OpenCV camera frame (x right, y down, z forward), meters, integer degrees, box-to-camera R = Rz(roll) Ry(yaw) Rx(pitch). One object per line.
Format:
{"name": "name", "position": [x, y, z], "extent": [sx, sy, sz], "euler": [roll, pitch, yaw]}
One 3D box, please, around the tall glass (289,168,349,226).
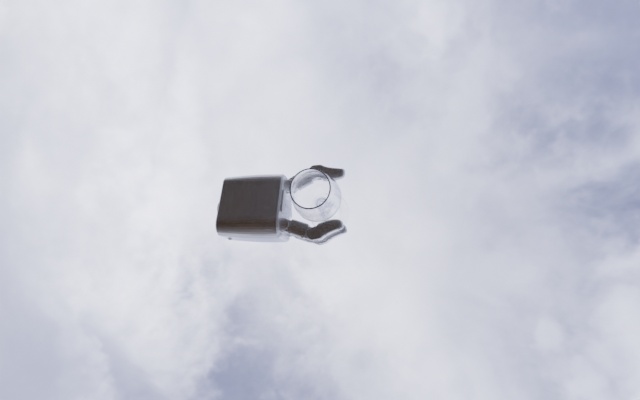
{"name": "tall glass", "position": [0.000, 0.003, 0.792], "extent": [0.079, 0.079, 0.201], "euler": [0, -12, 9]}
